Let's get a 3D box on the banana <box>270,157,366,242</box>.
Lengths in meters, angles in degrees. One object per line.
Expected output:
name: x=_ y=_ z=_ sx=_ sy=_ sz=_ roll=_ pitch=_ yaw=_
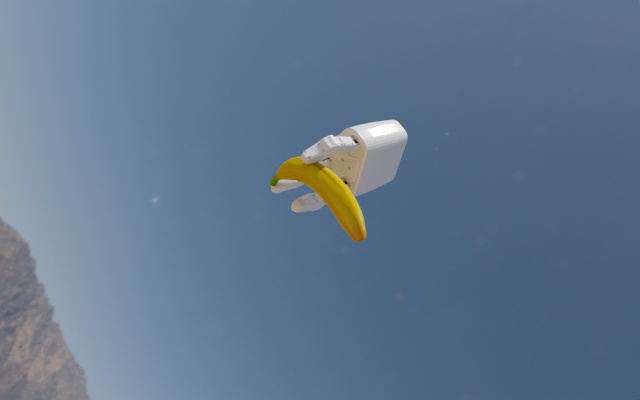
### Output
banana: x=0.000 y=-0.015 z=0.687 sx=0.037 sy=0.070 sz=0.197 roll=-17 pitch=38 yaw=-39
